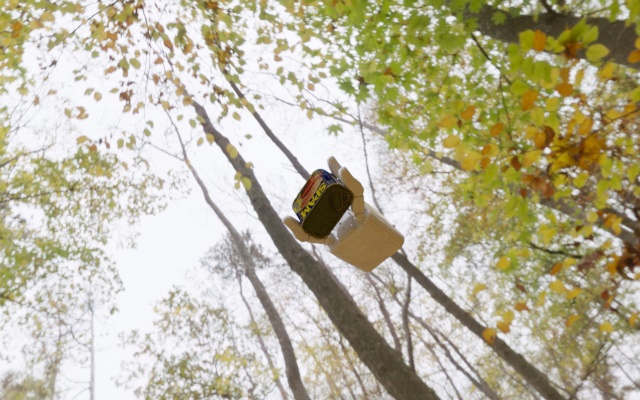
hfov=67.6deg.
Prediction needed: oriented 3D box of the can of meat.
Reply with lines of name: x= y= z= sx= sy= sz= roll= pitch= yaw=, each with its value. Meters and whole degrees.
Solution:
can of meat: x=0.000 y=0.003 z=0.829 sx=0.057 sy=0.102 sz=0.084 roll=30 pitch=12 yaw=-29
